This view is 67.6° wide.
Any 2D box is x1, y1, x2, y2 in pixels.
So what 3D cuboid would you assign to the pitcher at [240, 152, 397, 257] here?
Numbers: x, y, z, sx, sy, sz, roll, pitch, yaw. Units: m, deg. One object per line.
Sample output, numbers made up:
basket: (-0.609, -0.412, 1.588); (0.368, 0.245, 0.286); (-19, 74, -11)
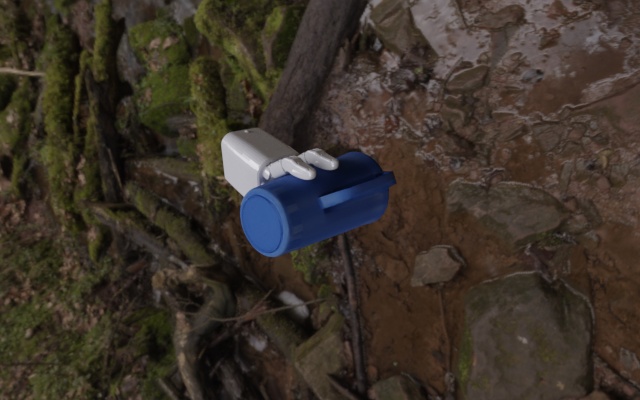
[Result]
pitcher: (0.000, 0.002, 0.775); (0.145, 0.149, 0.243); (38, 37, 28)
